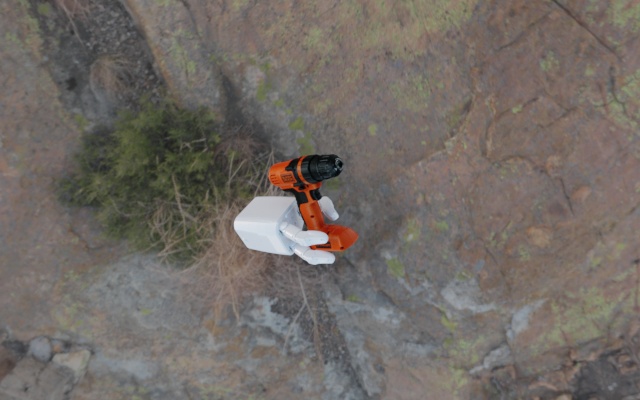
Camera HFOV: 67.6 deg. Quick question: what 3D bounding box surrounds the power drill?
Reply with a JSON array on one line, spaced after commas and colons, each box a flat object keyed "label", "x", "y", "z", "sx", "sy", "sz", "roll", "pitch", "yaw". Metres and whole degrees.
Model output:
[{"label": "power drill", "x": 0.000, "y": 0.003, "z": 0.888, "sx": 0.057, "sy": 0.188, "sz": 0.184, "roll": -37, "pitch": 21, "yaw": -36}]
